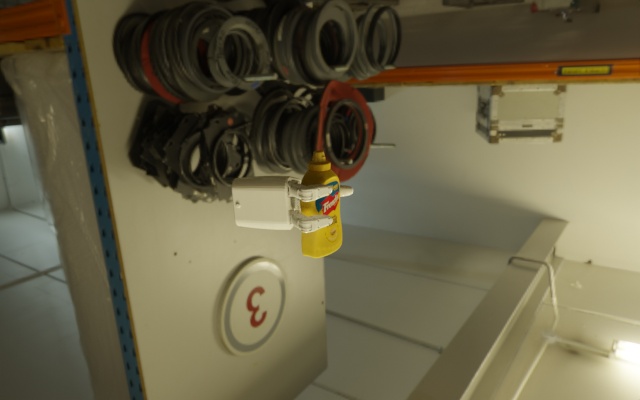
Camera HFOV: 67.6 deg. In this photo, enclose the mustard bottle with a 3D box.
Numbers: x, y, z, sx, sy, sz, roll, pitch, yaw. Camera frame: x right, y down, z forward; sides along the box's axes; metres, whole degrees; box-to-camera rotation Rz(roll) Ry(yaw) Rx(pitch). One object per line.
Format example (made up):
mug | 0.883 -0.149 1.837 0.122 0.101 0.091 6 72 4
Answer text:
mustard bottle | 0.000 0.003 0.887 0.058 0.192 0.096 9 20 36
